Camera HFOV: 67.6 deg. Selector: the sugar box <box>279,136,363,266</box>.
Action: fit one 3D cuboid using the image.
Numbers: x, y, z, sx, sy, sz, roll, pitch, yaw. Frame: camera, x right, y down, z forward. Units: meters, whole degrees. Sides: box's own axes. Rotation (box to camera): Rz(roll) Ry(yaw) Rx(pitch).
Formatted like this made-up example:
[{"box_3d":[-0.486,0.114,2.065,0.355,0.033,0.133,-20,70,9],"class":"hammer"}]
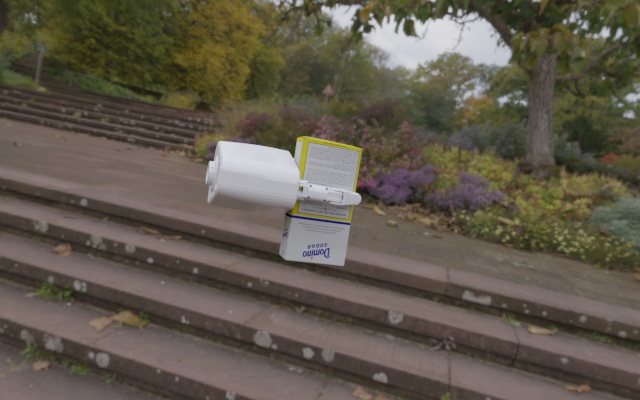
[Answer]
[{"box_3d":[0.000,0.002,0.695,0.093,0.176,0.048,9,4,-18],"class":"sugar box"}]
